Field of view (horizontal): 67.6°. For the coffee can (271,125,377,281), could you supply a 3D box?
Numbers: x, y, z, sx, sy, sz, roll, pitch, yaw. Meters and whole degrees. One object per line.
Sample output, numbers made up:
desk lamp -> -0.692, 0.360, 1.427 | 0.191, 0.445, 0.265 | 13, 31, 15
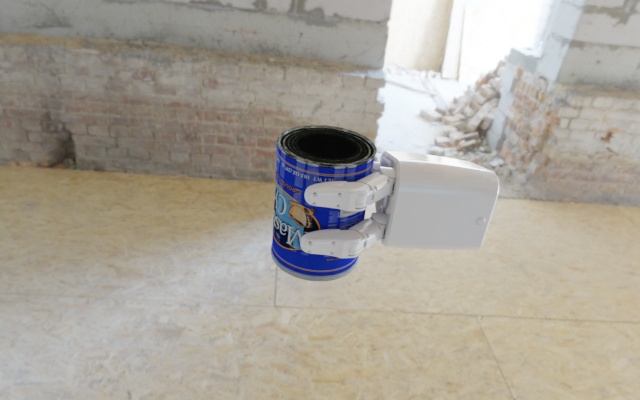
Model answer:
coffee can -> 0.000, 0.002, 0.523 | 0.103, 0.140, 0.102 | 5, 30, -3
